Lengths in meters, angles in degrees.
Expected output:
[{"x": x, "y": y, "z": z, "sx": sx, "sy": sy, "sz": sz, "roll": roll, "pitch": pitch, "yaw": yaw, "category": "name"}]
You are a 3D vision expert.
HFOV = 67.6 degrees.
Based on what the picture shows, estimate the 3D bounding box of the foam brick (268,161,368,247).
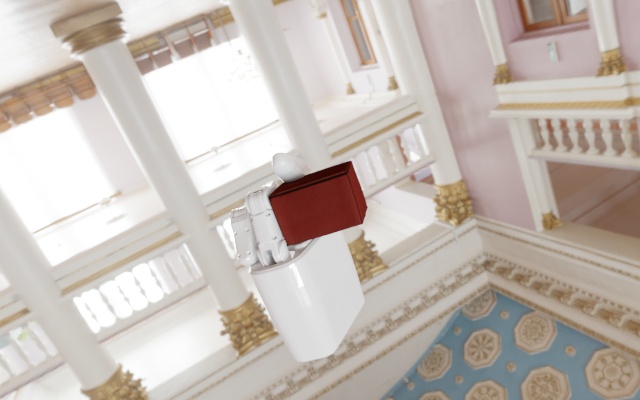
[{"x": 0.000, "y": 0.001, "z": 0.452, "sx": 0.078, "sy": 0.051, "sz": 0.053, "roll": -18, "pitch": 12, "yaw": 15, "category": "foam brick"}]
